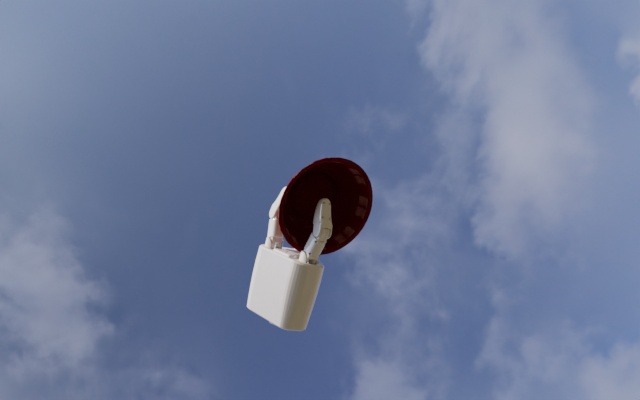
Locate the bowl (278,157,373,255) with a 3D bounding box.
[{"bbox_3d":[0.001,0.001,0.752,0.162,0.162,0.055,0,21,-28],"label":"bowl"}]
